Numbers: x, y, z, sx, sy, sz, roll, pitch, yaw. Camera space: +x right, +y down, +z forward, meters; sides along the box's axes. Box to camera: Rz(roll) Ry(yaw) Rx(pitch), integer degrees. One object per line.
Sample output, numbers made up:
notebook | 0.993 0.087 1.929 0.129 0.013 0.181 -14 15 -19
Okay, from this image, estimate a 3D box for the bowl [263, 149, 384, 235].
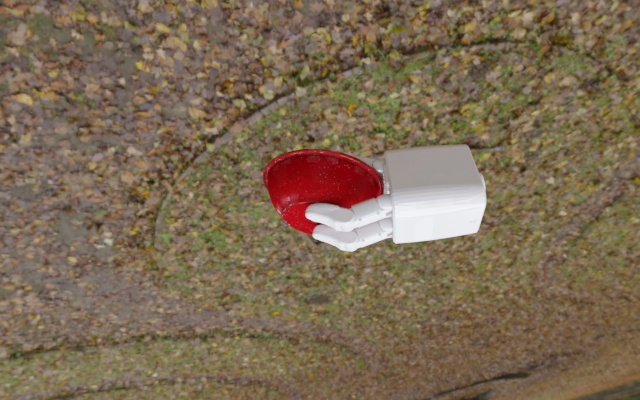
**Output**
bowl | -0.001 0.003 0.620 0.162 0.055 0.162 6 -30 4
